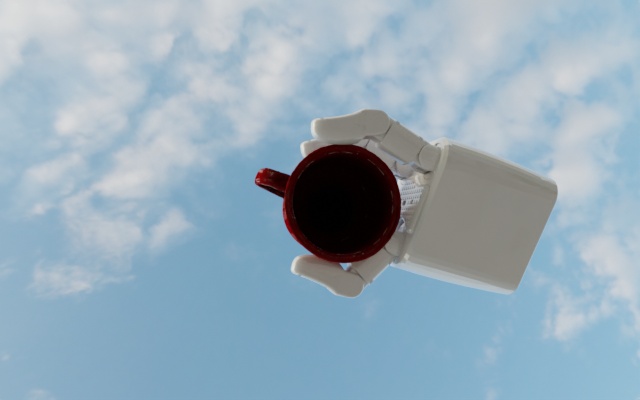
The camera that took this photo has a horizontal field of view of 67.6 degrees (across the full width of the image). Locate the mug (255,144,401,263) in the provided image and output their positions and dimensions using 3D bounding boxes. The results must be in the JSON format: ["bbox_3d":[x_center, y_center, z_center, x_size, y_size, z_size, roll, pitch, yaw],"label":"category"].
[{"bbox_3d":[-0.001,0.001,0.405,0.117,0.093,0.081,18,-8,-8],"label":"mug"}]
